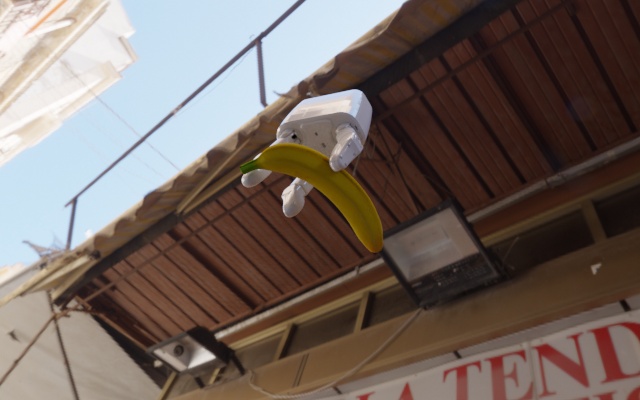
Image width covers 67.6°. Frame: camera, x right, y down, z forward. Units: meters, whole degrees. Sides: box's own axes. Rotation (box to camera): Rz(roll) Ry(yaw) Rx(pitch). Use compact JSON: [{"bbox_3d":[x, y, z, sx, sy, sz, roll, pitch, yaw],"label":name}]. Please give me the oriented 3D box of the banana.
[{"bbox_3d":[0.007,-0.013,0.562,0.198,0.070,0.037,33,32,-8],"label":"banana"}]
